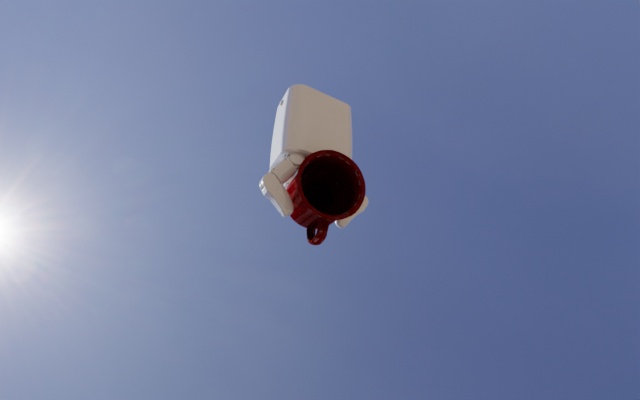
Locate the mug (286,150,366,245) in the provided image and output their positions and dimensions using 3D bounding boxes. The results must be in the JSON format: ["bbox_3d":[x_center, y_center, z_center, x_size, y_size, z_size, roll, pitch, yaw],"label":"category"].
[{"bbox_3d":[0.000,0.003,0.629,0.093,0.117,0.081,10,-20,-18],"label":"mug"}]
